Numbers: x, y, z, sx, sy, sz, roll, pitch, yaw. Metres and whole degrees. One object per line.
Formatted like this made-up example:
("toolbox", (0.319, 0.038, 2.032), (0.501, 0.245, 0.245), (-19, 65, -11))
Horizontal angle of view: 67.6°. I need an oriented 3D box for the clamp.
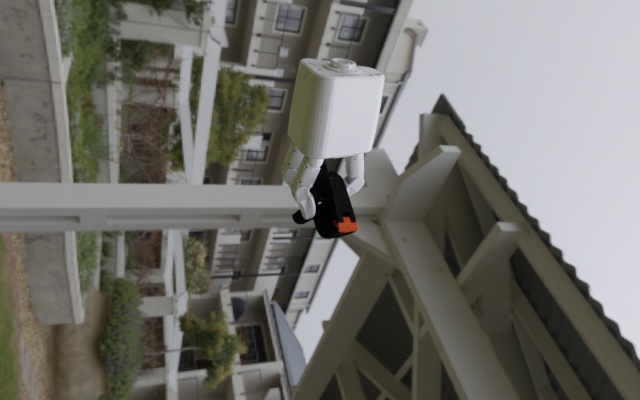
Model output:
("clamp", (0.001, 0.002, 0.692), (0.036, 0.165, 0.210), (-2, 30, -19))
